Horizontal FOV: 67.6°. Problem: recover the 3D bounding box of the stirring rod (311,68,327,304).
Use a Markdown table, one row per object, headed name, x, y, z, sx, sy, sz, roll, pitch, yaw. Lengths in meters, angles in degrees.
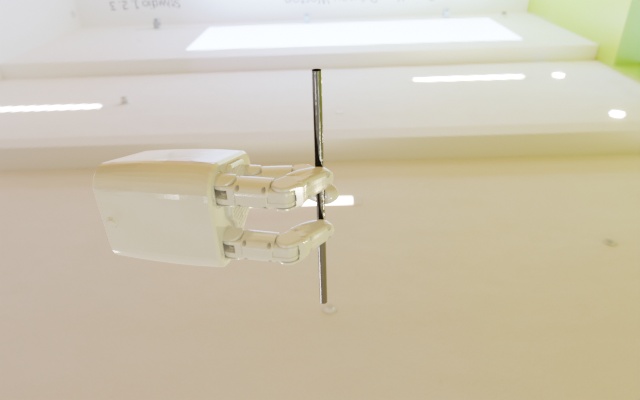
| name | x | y | z | sx | sy | sz | roll | pitch | yaw |
| --- | --- | --- | --- | --- | --- | --- | --- | --- | --- |
| stirring rod | 0.000 | 0.001 | 0.434 | 0.011 | 0.240 | 0.011 | -1 | 31 | 1 |
